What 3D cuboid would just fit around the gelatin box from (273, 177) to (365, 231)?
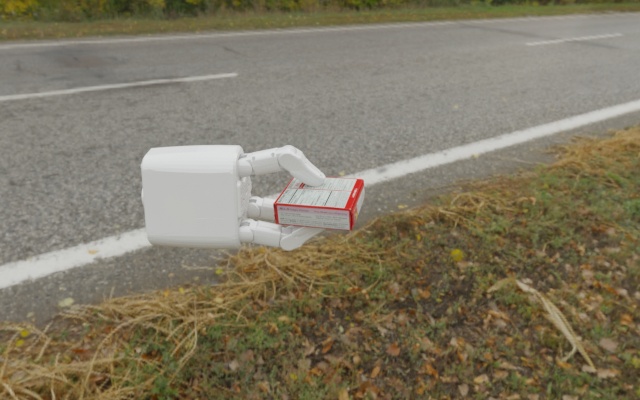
[{"bbox_3d":[0.000,0.001,0.539,0.089,0.030,0.073,3,29,15],"label":"gelatin box"}]
